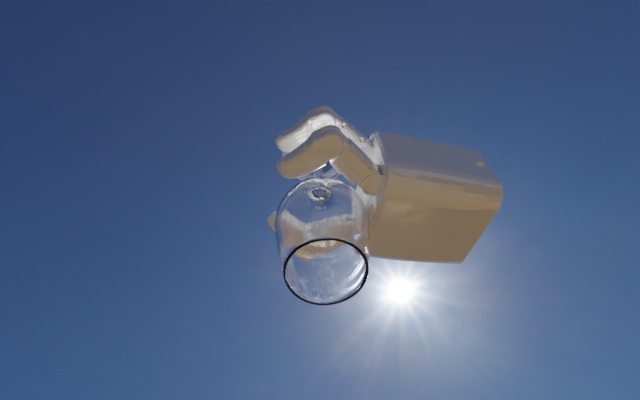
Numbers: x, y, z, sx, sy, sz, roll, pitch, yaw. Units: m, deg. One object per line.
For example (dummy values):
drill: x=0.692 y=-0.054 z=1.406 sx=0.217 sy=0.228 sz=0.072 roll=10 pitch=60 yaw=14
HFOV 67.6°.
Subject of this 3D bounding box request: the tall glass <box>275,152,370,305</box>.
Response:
tall glass: x=0.000 y=0.001 z=0.426 sx=0.079 sy=0.079 sz=0.201 roll=0 pitch=31 yaw=-2
